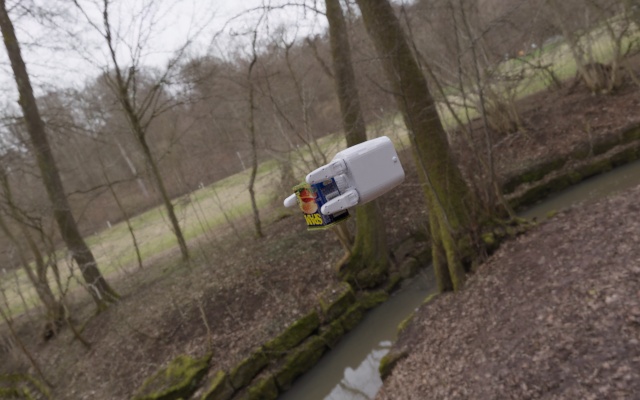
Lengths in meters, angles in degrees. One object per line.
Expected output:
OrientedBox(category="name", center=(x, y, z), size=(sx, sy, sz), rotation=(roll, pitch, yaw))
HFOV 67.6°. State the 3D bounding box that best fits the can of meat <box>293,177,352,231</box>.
OrientedBox(category="can of meat", center=(0.000, 0.002, 0.828), size=(0.057, 0.084, 0.102), rotation=(-25, 6, -23))
